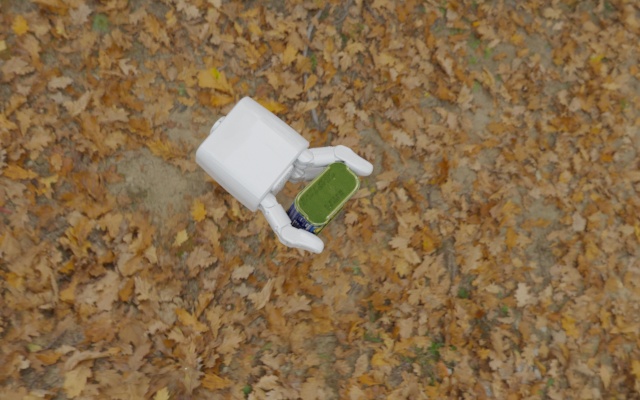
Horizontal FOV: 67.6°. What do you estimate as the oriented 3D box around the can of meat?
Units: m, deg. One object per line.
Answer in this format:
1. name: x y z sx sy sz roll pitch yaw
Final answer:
1. can of meat: 0.000 0.002 0.650 0.102 0.057 0.084 -45 -3 -24
